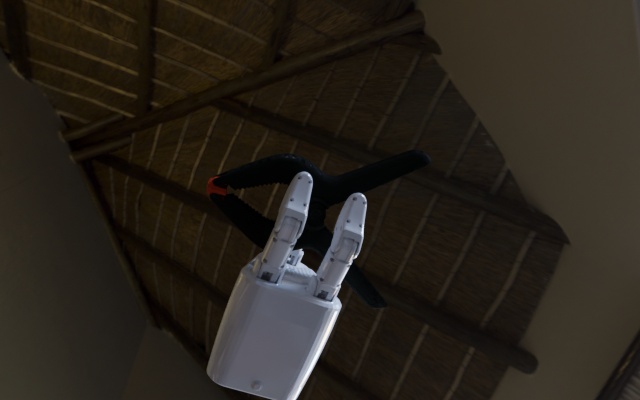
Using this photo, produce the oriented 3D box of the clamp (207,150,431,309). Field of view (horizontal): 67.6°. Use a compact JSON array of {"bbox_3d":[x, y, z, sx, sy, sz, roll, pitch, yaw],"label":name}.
[{"bbox_3d":[-0.001,0.001,0.459,0.210,0.164,0.036,21,5,-14],"label":"clamp"}]
